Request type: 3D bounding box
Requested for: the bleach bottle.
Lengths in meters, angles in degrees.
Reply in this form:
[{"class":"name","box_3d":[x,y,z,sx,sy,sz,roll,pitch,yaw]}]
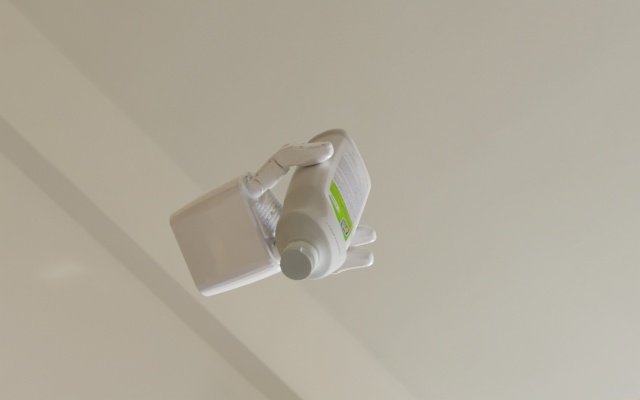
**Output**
[{"class":"bleach bottle","box_3d":[0.000,0.002,0.507,0.068,0.102,0.250,-24,15,20]}]
